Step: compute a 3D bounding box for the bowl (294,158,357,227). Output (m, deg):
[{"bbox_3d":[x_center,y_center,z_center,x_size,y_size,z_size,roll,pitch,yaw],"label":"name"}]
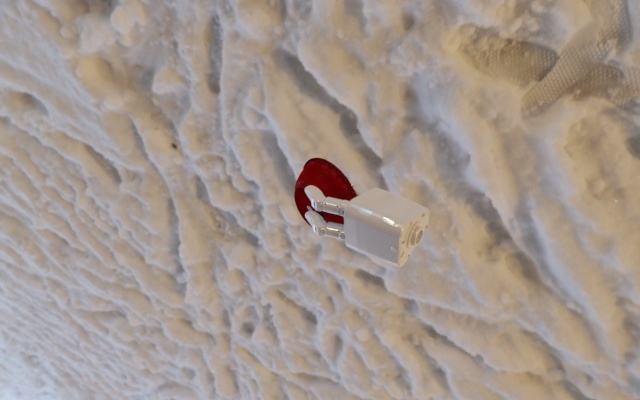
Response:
[{"bbox_3d":[-0.001,0.003,0.900,0.055,0.162,0.162,-31,17,-30],"label":"bowl"}]
